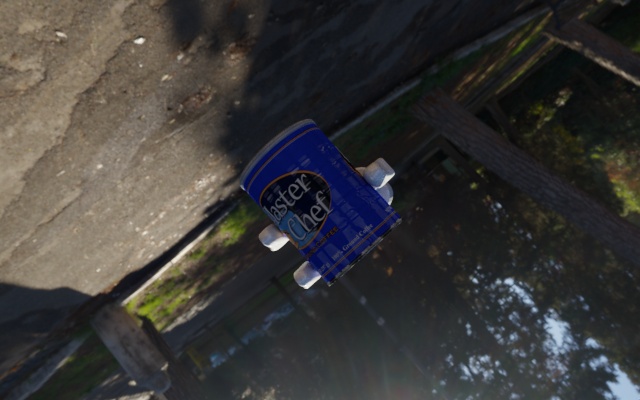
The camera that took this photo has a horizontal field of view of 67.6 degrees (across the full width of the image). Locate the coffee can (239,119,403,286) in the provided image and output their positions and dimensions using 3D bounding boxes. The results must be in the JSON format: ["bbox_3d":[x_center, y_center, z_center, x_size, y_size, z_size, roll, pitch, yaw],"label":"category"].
[{"bbox_3d":[0.000,0.001,0.493,0.103,0.140,0.103,-41,-7,-6],"label":"coffee can"}]
